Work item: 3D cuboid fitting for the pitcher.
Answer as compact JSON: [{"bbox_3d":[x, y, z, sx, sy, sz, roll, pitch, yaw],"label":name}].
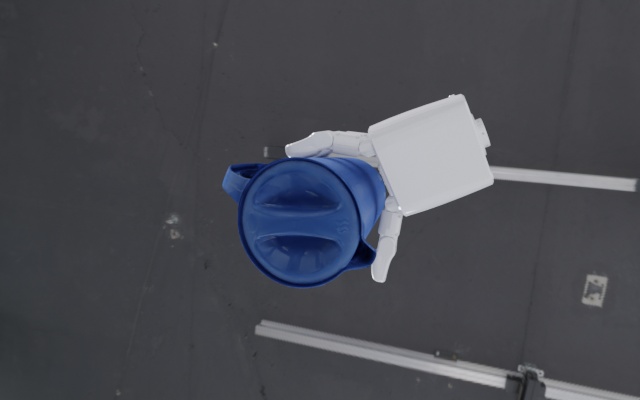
[{"bbox_3d":[0.000,0.002,0.586,0.145,0.149,0.243,-19,2,18],"label":"pitcher"}]
